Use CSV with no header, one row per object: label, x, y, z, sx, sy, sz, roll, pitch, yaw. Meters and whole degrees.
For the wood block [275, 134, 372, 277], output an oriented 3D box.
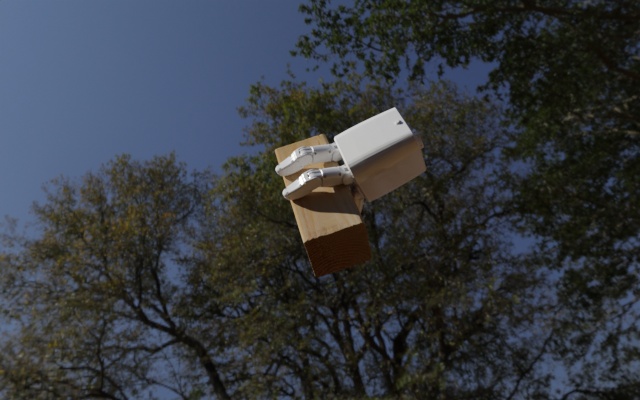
wood block,0.001,0.002,0.742,0.090,0.206,0.091,-19,-44,-2
